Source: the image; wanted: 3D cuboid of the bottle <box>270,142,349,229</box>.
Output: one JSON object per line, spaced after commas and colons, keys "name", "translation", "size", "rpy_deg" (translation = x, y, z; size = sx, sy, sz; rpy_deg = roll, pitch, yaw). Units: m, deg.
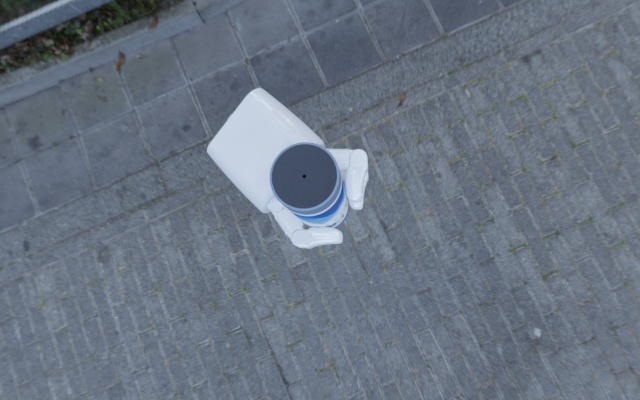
{"name": "bottle", "translation": [0.000, 0.002, 0.589], "size": [0.069, 0.069, 0.296], "rpy_deg": [0, -10, 6]}
